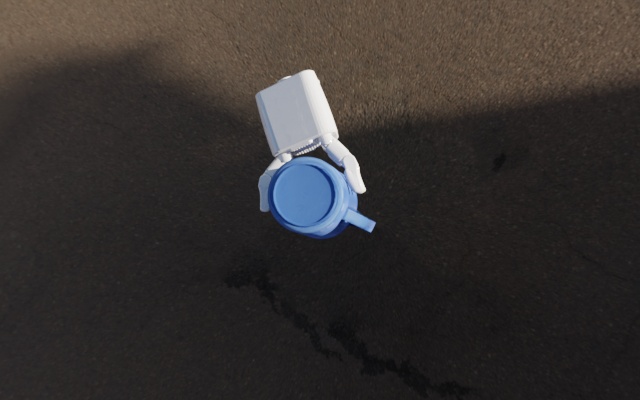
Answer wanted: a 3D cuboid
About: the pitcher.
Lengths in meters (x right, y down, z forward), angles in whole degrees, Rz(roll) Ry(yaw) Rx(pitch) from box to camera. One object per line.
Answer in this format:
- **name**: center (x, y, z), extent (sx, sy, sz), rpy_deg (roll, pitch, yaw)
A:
- **pitcher**: center (0.000, 0.002, 0.773), extent (0.149, 0.145, 0.243), rpy_deg (-18, -4, 5)
